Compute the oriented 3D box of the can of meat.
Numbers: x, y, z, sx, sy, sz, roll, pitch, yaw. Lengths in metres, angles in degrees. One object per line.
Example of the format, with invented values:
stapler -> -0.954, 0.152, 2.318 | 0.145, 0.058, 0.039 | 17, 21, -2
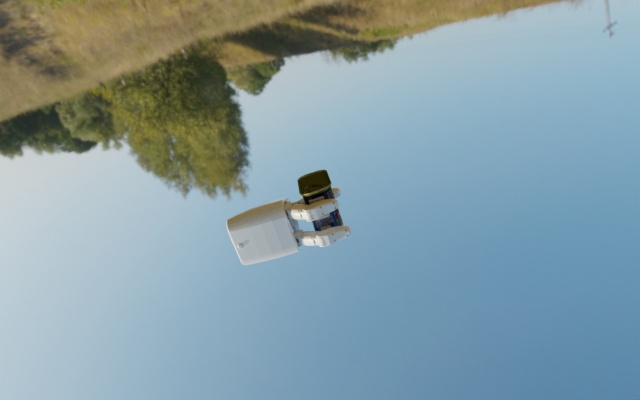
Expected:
can of meat -> 0.000, 0.003, 0.850 | 0.057, 0.084, 0.102 | -18, 21, 1
